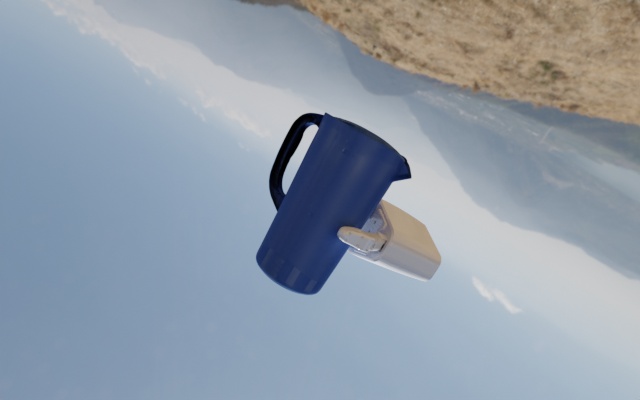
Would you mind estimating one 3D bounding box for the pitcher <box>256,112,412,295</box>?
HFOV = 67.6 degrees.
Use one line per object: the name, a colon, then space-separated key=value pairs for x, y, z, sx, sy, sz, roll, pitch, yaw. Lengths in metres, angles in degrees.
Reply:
pitcher: x=0.000 y=0.002 z=0.682 sx=0.145 sy=0.243 sz=0.149 roll=25 pitch=11 yaw=-27
